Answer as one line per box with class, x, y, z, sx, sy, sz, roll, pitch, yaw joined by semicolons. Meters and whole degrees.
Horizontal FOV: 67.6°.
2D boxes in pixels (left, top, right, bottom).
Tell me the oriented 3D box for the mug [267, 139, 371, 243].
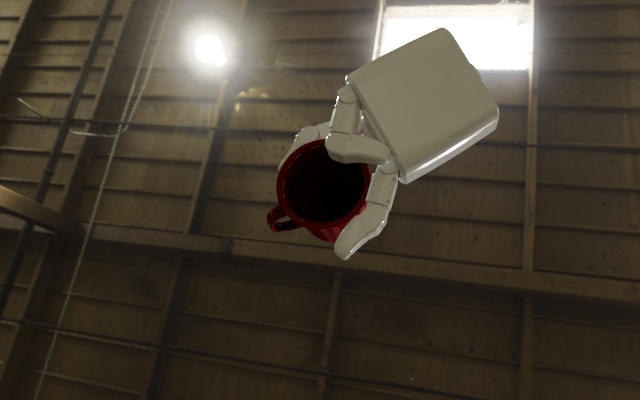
mug;-0.001;0.002;0.493;0.117;0.093;0.081;-30;-23;1
